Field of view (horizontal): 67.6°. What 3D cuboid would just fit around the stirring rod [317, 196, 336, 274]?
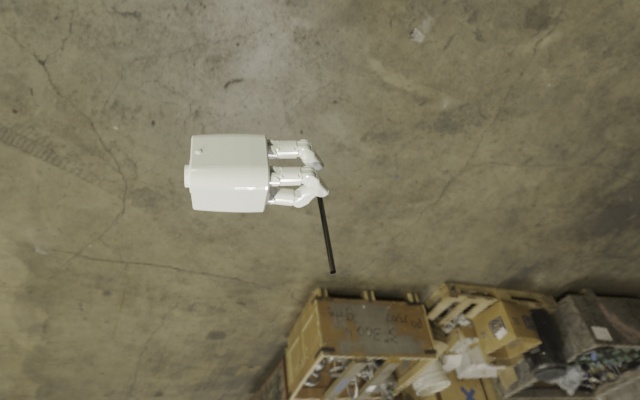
[{"bbox_3d":[0.000,0.002,0.696,0.011,0.239,0.011,-6,-40,-5],"label":"stirring rod"}]
